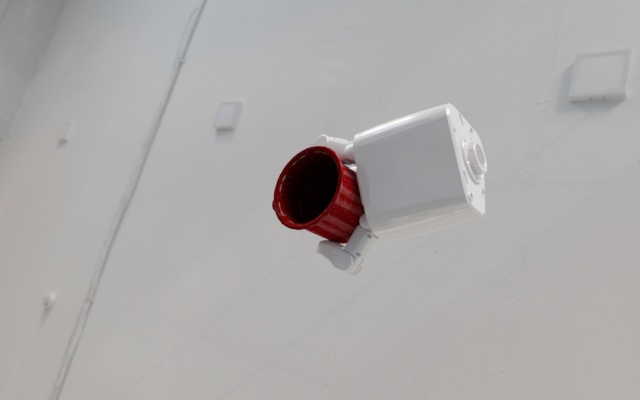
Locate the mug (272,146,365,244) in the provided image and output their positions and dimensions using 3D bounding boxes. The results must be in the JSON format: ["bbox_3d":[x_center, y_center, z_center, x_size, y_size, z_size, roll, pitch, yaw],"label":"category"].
[{"bbox_3d":[-0.001,0.002,0.529,0.117,0.093,0.081,-16,-29,35],"label":"mug"}]
